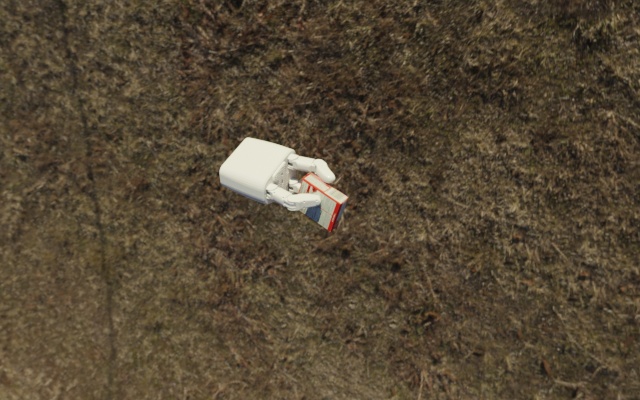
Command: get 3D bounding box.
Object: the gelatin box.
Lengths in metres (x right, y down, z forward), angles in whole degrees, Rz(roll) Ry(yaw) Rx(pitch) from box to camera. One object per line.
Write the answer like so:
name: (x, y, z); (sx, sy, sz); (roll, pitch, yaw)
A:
gelatin box: (0.000, 0.003, 0.867); (0.089, 0.073, 0.030); (34, 43, 18)
